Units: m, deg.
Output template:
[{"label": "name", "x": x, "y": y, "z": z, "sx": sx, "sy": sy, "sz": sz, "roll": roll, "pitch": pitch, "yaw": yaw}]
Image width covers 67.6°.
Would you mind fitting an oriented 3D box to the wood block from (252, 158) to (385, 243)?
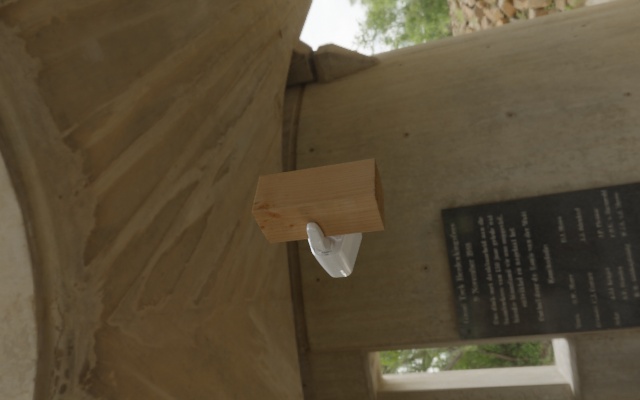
[{"label": "wood block", "x": 0.000, "y": 0.003, "z": 0.817, "sx": 0.206, "sy": 0.090, "sz": 0.090, "roll": -8, "pitch": -44, "yaw": 14}]
